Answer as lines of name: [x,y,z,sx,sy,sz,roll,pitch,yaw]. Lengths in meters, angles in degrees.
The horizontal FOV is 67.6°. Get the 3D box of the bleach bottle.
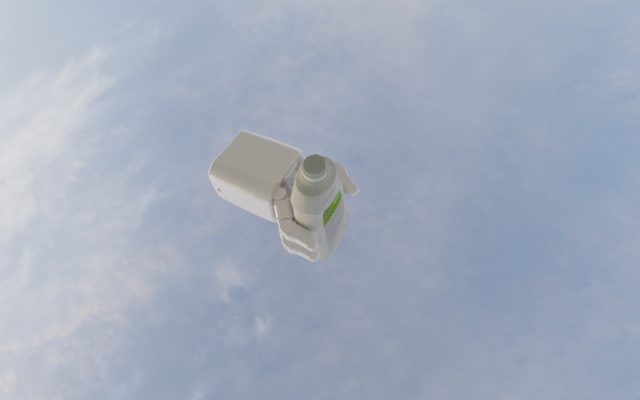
bleach bottle: [0.000,0.002,0.689,0.068,0.102,0.251,21,-22,11]
